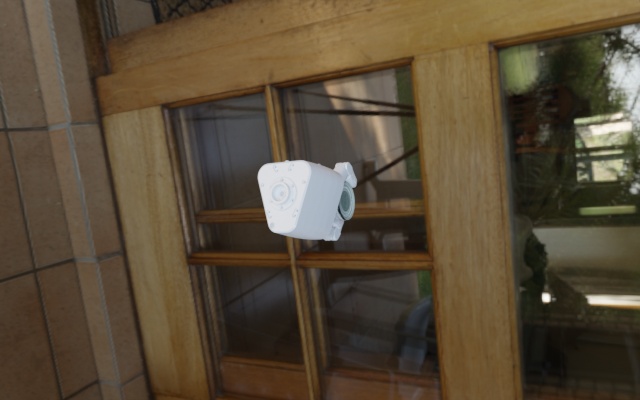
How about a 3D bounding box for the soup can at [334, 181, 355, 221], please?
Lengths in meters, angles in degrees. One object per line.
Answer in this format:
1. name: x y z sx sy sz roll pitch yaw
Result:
1. soup can: 0.001 0.003 0.829 0.102 0.068 0.068 -3 -2 27
